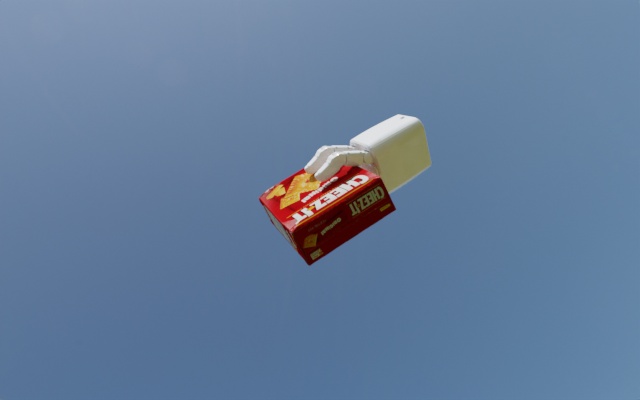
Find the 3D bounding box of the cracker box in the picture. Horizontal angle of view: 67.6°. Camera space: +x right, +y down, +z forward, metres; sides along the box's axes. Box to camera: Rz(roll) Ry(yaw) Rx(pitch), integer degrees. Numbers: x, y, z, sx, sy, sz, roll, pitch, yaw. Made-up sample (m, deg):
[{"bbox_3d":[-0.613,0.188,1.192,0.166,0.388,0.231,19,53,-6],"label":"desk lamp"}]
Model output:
[{"bbox_3d":[0.000,0.003,0.805,0.164,0.072,0.213,-32,23,-10],"label":"cracker box"}]
